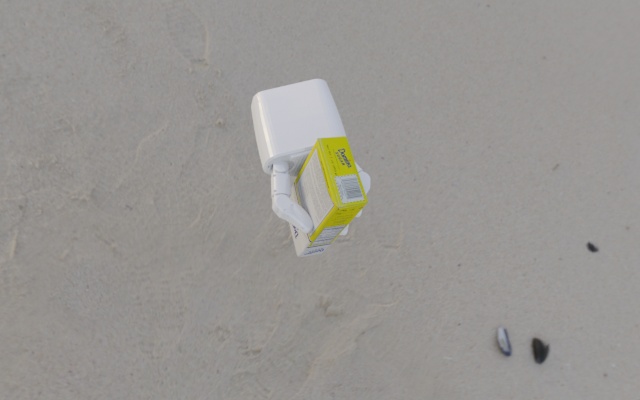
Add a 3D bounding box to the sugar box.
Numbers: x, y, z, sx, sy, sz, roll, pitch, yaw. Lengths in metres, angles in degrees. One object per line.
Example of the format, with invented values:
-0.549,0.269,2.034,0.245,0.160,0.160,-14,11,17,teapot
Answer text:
0.001,0.002,0.626,0.048,0.093,0.176,-8,-22,-20,sugar box
